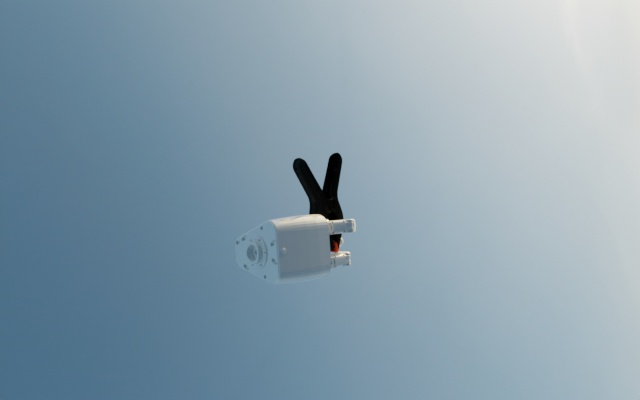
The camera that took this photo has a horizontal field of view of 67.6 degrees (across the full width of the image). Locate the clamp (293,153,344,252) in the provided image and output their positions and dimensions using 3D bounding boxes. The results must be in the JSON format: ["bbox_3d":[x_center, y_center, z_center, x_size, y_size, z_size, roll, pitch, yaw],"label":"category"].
[{"bbox_3d":[0.000,0.003,0.791,0.039,0.171,0.120,-7,-4,43],"label":"clamp"}]
